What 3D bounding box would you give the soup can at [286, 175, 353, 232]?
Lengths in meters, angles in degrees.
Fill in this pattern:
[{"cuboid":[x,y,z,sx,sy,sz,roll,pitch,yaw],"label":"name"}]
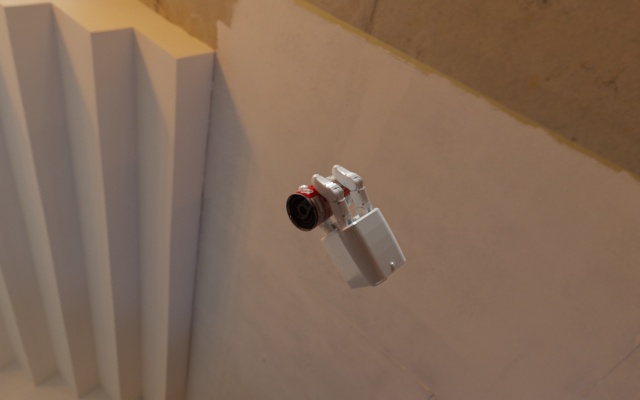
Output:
[{"cuboid":[0.000,0.002,0.826,0.068,0.068,0.102,0,21,44],"label":"soup can"}]
